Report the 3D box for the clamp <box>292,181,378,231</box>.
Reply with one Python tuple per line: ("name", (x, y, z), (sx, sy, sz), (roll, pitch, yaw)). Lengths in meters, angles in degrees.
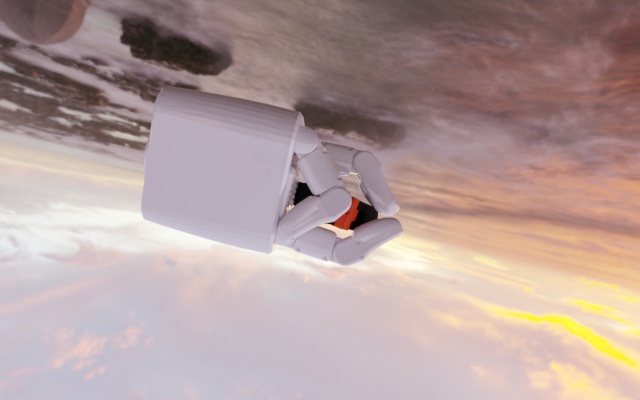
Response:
("clamp", (0.000, 0.002, 0.456), (0.120, 0.039, 0.171), (13, -2, 0))
